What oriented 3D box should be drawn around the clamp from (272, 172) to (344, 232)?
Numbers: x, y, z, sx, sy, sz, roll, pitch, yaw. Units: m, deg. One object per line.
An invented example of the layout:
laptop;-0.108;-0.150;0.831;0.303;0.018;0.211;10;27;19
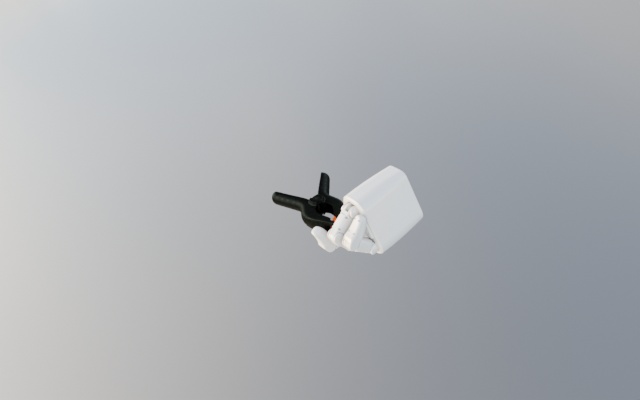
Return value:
clamp;0.000;0.003;0.875;0.120;0.039;0.171;-34;44;-19
